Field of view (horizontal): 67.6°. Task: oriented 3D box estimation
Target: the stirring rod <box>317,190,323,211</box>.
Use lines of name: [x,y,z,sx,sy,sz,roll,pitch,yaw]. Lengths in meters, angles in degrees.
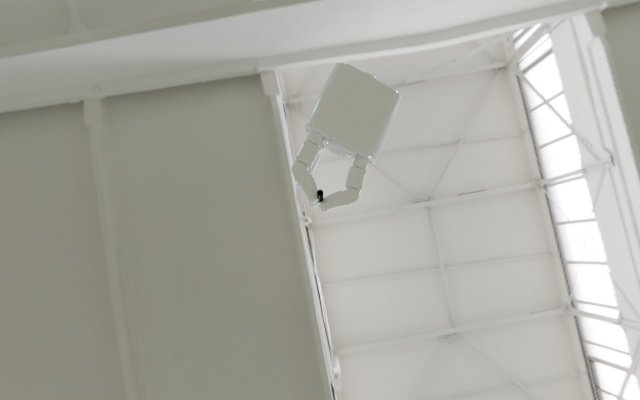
stirring rod: [0.000,0.002,0.711,0.011,0.011,0.239,0,-6,0]
